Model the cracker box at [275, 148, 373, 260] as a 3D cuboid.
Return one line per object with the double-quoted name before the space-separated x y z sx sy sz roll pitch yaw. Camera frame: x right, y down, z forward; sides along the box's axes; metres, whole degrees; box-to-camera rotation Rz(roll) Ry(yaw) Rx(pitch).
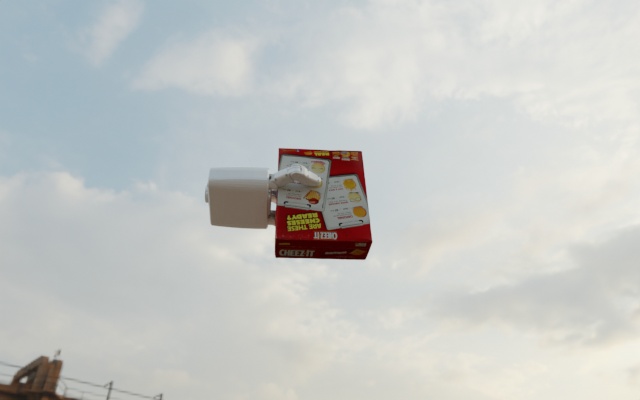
"cracker box" 0.000 0.003 0.874 0.164 0.213 0.072 2 -39 -5
